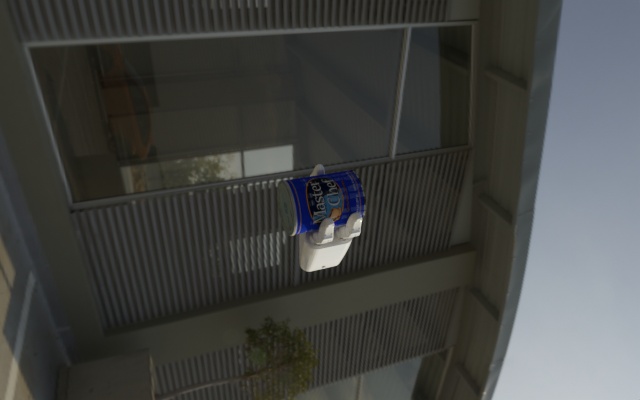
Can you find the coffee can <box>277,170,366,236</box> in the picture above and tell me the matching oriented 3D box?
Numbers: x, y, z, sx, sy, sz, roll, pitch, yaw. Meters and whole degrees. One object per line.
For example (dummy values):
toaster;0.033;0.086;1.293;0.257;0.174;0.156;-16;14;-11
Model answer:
coffee can;0.000;0.003;0.890;0.140;0.103;0.103;-10;3;-19
